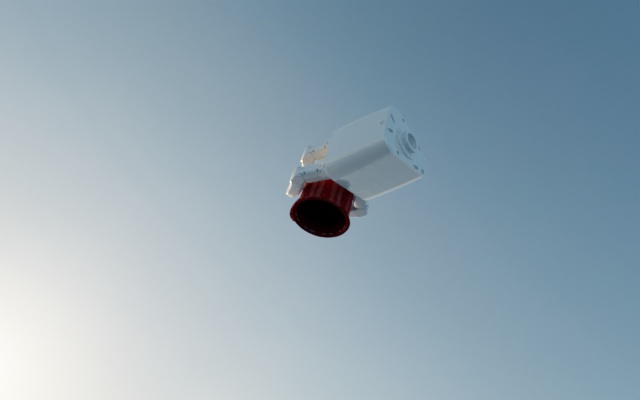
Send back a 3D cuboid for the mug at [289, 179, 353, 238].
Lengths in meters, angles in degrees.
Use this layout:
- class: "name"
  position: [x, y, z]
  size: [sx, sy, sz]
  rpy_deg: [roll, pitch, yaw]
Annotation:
- class: "mug"
  position: [-0.001, 0.003, 0.768]
  size: [0.117, 0.081, 0.093]
  rpy_deg: [-20, -54, 35]
